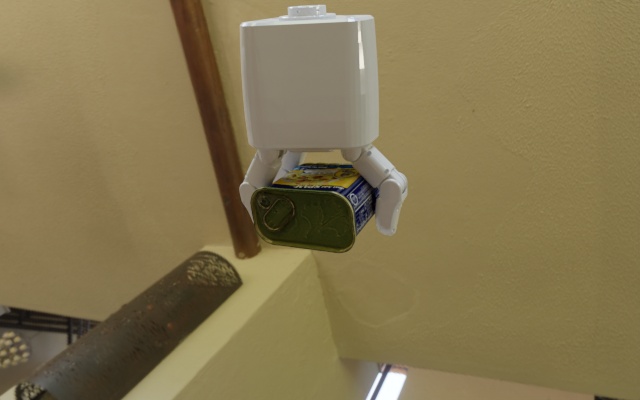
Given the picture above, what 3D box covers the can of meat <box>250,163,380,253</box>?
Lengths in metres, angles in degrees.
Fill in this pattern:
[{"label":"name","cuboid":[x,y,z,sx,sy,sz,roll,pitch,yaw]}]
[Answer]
[{"label":"can of meat","cuboid":[0.000,0.001,0.451,0.102,0.057,0.084,4,25,26]}]
